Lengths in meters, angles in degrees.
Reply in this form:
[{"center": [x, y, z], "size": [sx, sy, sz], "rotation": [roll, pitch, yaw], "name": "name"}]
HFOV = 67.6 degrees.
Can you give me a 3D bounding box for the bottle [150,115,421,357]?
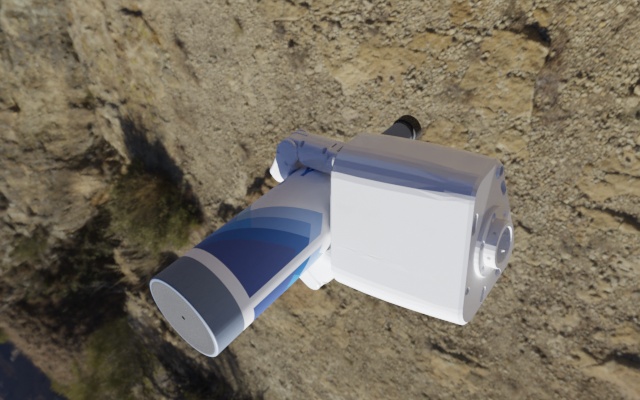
[{"center": [0.000, 0.001, 0.401], "size": [0.069, 0.069, 0.295], "rotation": [0, 31, 47], "name": "bottle"}]
